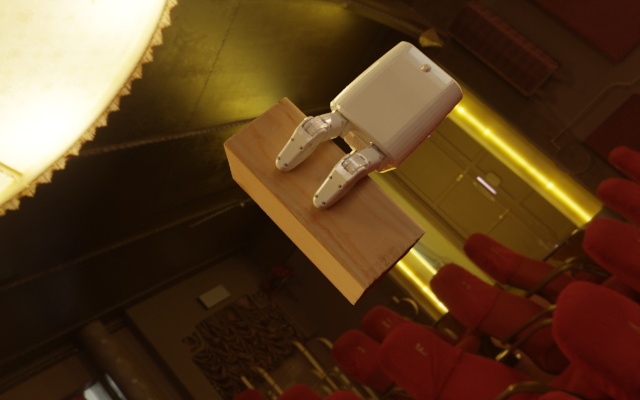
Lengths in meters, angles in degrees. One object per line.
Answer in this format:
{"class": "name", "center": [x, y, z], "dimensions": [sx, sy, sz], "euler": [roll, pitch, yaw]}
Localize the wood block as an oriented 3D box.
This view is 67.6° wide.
{"class": "wood block", "center": [0.000, 0.001, 0.518], "dimensions": [0.090, 0.206, 0.091], "euler": [-41, -14, -16]}
